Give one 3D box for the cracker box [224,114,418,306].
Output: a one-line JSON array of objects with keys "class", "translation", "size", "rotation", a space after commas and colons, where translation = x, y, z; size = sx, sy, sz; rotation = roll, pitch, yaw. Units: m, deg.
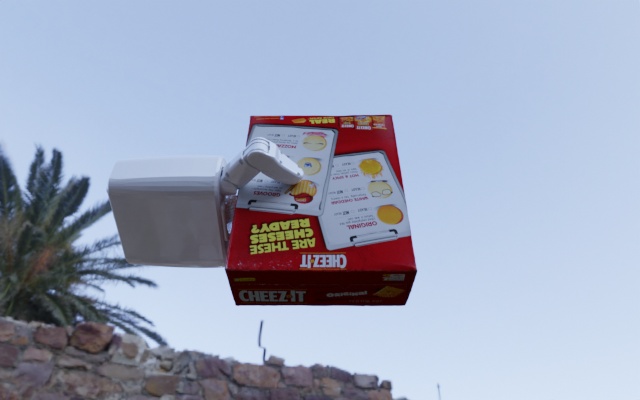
[{"class": "cracker box", "translation": [0.000, 0.001, 0.492], "size": [0.164, 0.213, 0.072], "rotation": [0, -42, 0]}]
